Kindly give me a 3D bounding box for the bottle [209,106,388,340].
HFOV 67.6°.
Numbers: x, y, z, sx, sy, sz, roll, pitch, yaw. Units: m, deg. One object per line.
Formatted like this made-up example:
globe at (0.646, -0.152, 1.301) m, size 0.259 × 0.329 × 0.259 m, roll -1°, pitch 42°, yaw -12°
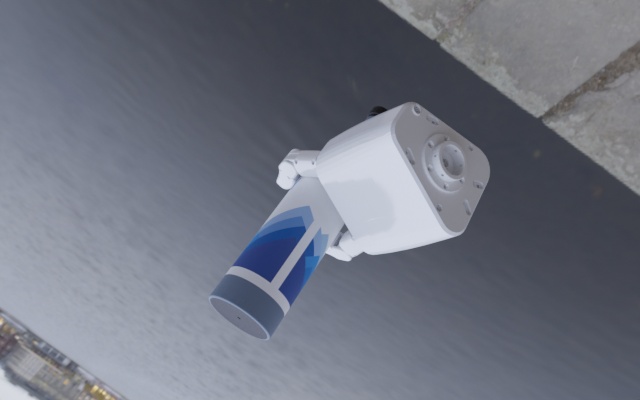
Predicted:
bottle at (0.000, 0.002, 0.500) m, size 0.069 × 0.295 × 0.069 m, roll 25°, pitch -31°, yaw 17°
